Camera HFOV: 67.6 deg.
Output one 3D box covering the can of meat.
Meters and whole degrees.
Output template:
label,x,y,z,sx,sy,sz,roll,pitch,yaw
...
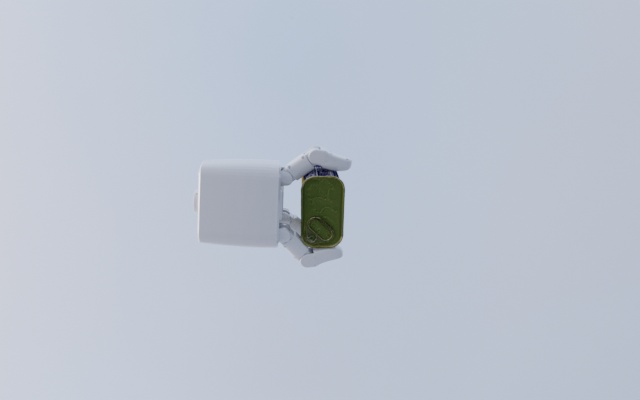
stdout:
label,x,y,z,sx,sy,sz,roll,pitch,yaw
can of meat,0.000,0.002,0.662,0.057,0.102,0.084,-1,21,-4
